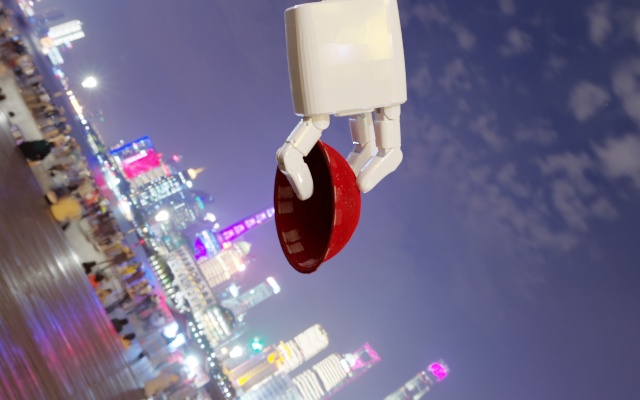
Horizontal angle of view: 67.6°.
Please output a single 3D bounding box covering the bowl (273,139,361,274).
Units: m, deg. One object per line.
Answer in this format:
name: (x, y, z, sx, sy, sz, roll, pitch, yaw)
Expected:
bowl: (0.000, 0.003, 0.550, 0.055, 0.162, 0.162, 0, 0, -28)
